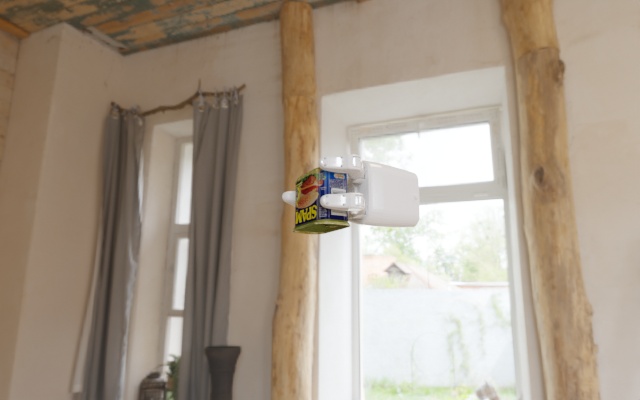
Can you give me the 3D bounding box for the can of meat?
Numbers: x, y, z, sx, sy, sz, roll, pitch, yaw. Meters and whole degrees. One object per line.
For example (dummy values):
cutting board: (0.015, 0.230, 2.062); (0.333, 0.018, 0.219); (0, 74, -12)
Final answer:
can of meat: (0.000, 0.002, 0.717); (0.057, 0.084, 0.102); (7, -14, -28)
